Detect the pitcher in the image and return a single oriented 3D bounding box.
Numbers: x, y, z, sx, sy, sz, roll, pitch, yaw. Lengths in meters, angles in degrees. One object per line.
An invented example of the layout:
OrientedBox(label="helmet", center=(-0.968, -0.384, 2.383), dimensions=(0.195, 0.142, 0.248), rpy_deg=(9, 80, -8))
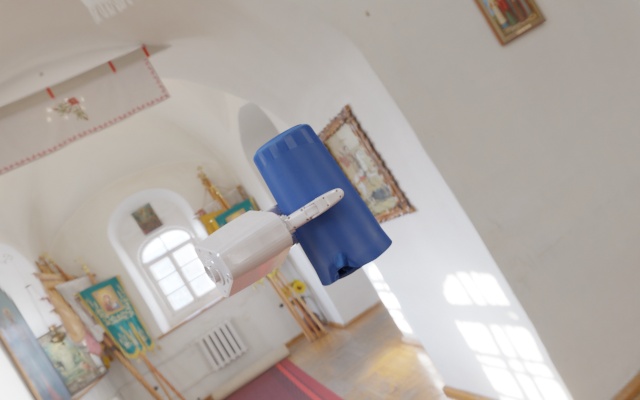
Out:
OrientedBox(label="pitcher", center=(0.000, 0.003, 0.777), dimensions=(0.145, 0.243, 0.149), rpy_deg=(-32, 1, -28))
